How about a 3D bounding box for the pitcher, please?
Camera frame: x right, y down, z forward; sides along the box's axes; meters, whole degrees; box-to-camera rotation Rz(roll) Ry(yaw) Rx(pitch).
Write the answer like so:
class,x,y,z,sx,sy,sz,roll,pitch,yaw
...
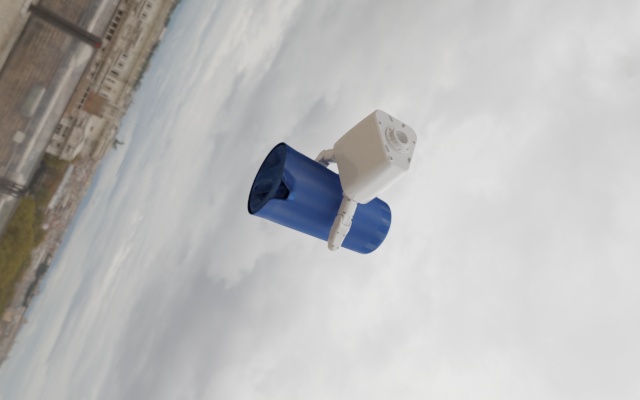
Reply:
class,x,y,z,sx,sy,sz,roll,pitch,yaw
pitcher,0.000,0.003,0.855,0.243,0.149,0.145,25,-39,-24
